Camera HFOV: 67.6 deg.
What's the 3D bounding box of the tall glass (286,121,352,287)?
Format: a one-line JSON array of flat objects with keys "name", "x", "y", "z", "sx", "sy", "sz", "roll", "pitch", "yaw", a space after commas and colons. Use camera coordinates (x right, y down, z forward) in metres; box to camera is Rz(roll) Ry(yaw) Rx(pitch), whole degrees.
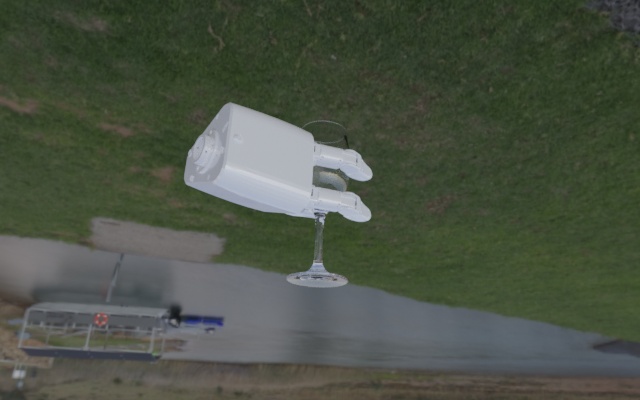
[{"name": "tall glass", "x": 0.000, "y": 0.003, "z": 0.598, "sx": 0.079, "sy": 0.201, "sz": 0.079, "roll": 2, "pitch": -22, "yaw": 1}]
